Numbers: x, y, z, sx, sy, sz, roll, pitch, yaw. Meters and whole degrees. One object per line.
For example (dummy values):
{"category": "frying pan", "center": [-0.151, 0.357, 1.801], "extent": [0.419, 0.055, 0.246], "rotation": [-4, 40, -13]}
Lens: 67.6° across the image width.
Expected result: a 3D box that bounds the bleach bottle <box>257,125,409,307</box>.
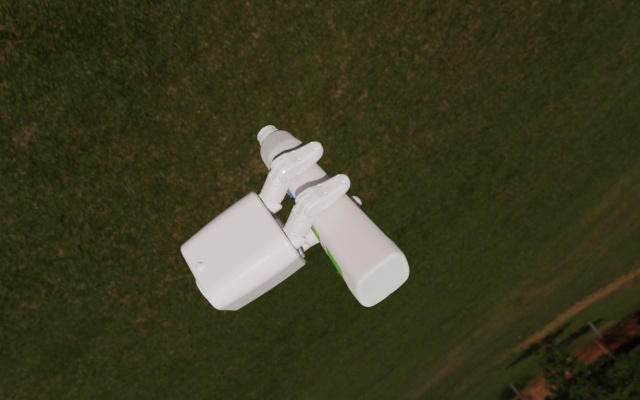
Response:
{"category": "bleach bottle", "center": [0.000, 0.002, 0.567], "extent": [0.068, 0.250, 0.103], "rotation": [-36, -30, -4]}
